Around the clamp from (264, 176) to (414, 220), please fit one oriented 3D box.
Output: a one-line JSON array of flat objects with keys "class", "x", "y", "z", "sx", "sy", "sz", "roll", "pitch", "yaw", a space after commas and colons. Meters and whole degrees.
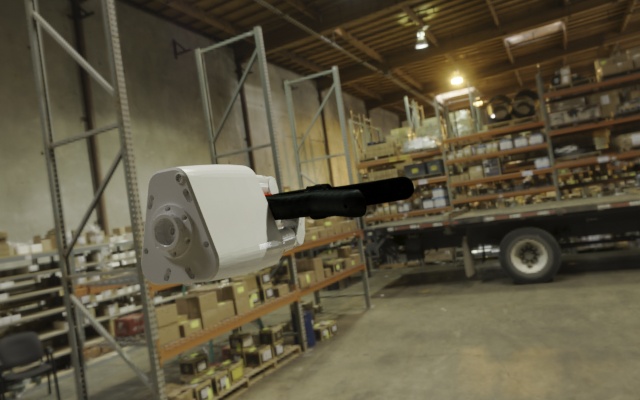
[{"class": "clamp", "x": 0.000, "y": 0.001, "z": 0.493, "sx": 0.171, "sy": 0.039, "sz": 0.120, "roll": -9, "pitch": -1, "yaw": 26}]
